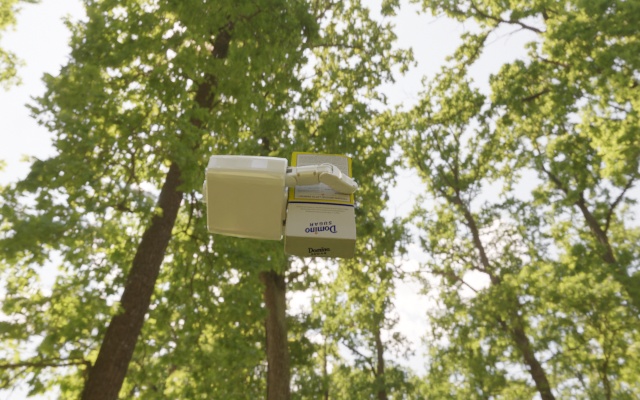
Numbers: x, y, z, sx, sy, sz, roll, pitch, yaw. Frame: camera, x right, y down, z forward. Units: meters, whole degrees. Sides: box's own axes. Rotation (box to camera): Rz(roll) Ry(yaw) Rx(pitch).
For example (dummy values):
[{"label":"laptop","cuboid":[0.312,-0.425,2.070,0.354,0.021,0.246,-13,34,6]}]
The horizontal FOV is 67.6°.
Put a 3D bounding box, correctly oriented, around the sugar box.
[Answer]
[{"label":"sugar box","cuboid":[0.000,0.003,0.678,0.093,0.176,0.048,4,-45,-2]}]
